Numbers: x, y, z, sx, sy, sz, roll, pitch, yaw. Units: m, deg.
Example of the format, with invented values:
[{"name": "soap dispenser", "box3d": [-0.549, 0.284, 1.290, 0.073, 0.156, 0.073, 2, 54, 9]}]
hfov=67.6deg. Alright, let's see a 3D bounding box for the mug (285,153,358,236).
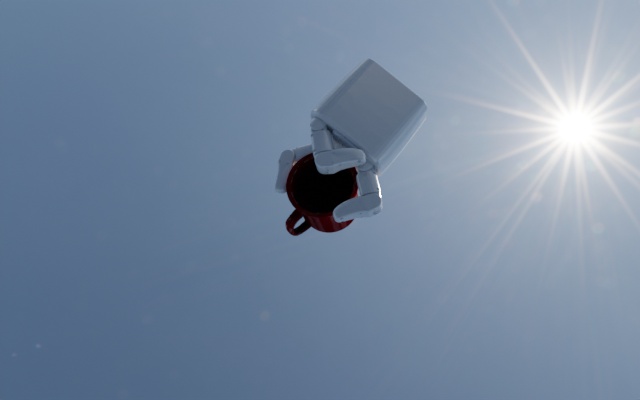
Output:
[{"name": "mug", "box3d": [-0.001, 0.003, 0.633, 0.093, 0.117, 0.081, 38, -12, 21]}]
